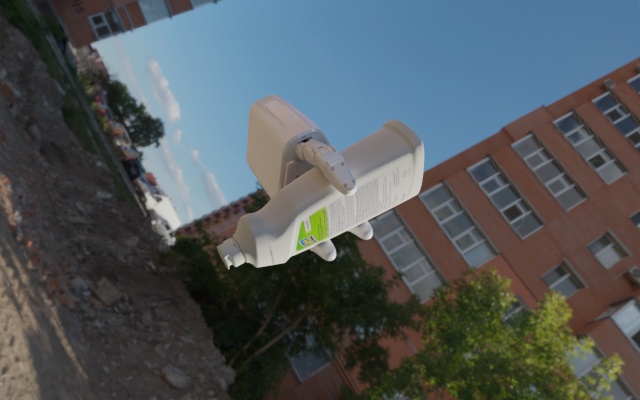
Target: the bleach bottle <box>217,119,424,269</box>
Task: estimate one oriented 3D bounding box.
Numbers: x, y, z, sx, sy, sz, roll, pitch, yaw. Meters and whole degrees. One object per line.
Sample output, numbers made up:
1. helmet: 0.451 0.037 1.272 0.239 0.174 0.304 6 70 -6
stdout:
1. bleach bottle: 0.000 0.002 0.546 0.251 0.103 0.068 -27 48 -18
